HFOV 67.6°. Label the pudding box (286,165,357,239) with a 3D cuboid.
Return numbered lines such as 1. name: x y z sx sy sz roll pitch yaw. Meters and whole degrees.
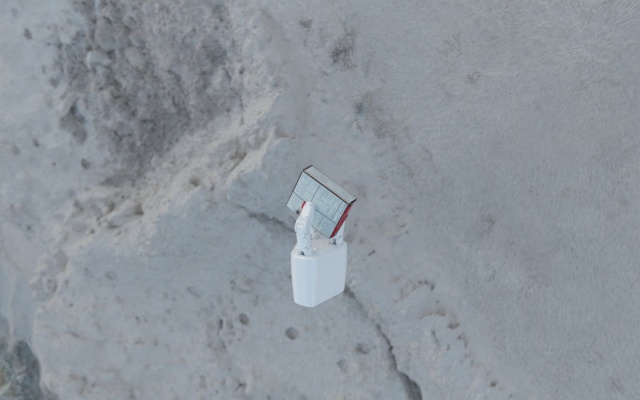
1. pudding box: 0.000 0.003 0.889 0.113 0.090 0.039 36 32 13
